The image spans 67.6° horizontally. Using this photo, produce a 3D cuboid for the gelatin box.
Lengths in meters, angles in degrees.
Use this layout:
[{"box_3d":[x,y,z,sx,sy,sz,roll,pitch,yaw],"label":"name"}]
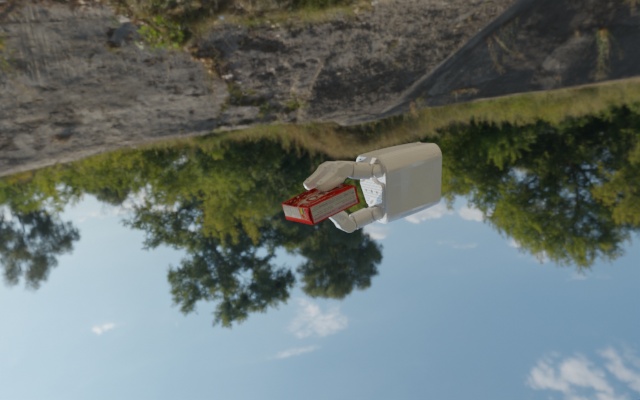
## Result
[{"box_3d":[0.000,0.003,0.693,0.089,0.030,0.073,-25,19,-30],"label":"gelatin box"}]
